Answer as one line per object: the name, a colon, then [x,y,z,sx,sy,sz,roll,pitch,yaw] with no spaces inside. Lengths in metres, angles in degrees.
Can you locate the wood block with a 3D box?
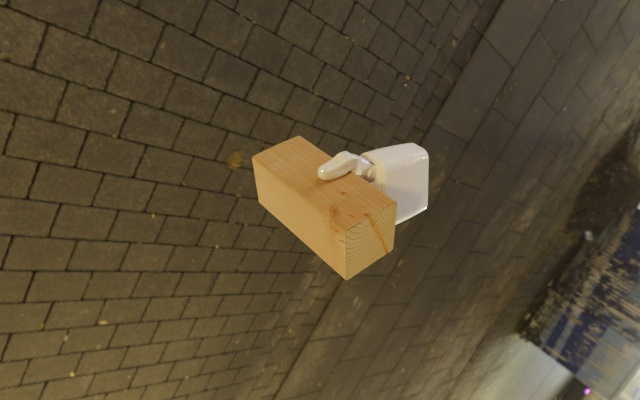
wood block: [0.000,0.002,0.671,0.090,0.091,0.206,-28,47,-28]
